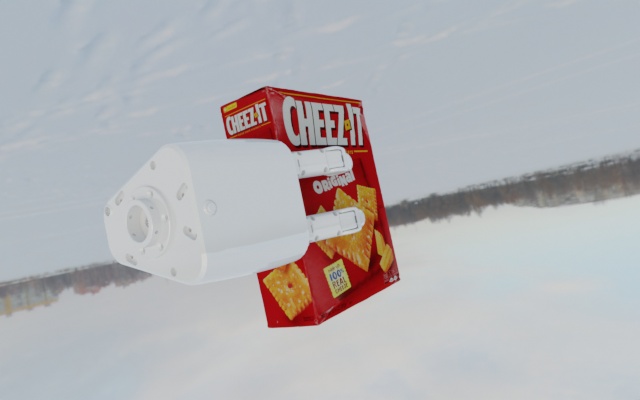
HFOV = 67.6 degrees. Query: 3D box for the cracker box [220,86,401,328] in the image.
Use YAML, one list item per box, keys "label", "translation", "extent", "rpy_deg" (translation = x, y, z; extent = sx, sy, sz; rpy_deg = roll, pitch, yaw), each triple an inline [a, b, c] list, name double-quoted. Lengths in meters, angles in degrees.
- label: "cracker box"
  translation: [0.000, 0.002, 0.488]
  extent: [0.072, 0.213, 0.164]
  rpy_deg: [-13, -2, 36]
